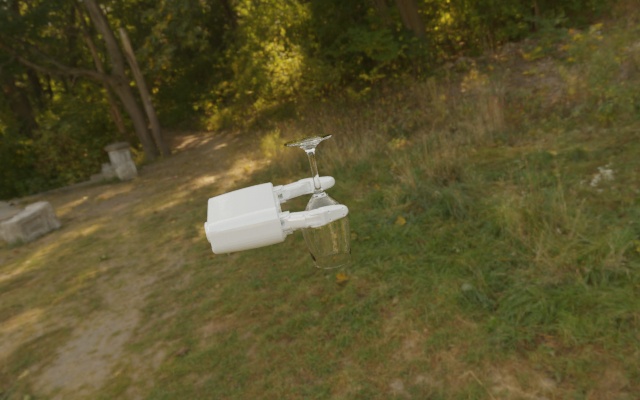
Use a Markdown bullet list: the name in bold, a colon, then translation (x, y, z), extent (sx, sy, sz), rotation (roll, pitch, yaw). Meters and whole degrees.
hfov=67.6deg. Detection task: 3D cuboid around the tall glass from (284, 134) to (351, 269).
- **tall glass**: translation (0.000, 0.002, 0.744), extent (0.079, 0.201, 0.079), rotation (-11, 14, 3)
